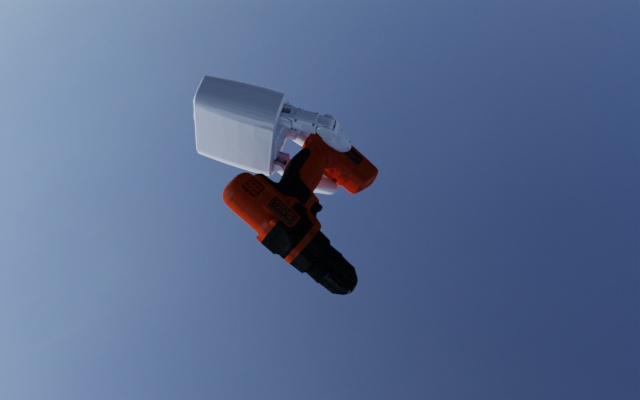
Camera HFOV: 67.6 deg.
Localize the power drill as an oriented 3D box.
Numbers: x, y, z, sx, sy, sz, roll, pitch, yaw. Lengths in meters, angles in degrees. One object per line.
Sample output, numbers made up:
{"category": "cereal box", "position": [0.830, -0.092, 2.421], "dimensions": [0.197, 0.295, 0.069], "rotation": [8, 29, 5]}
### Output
{"category": "power drill", "position": [0.000, 0.002, 0.584], "dimensions": [0.057, 0.184, 0.187], "rotation": [-46, 3, 45]}
